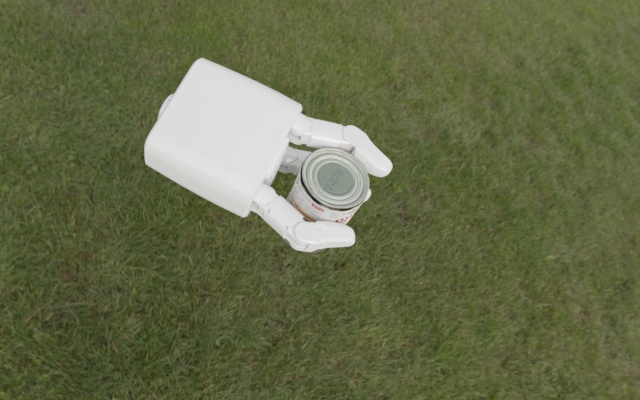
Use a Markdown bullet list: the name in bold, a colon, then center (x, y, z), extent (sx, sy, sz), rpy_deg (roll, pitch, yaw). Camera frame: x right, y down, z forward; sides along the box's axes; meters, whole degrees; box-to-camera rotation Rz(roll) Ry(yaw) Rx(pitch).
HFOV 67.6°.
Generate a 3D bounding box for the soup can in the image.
- **soup can**: center (0.001, 0.002, 0.474), extent (0.068, 0.068, 0.102), rpy_deg (0, -27, -19)
